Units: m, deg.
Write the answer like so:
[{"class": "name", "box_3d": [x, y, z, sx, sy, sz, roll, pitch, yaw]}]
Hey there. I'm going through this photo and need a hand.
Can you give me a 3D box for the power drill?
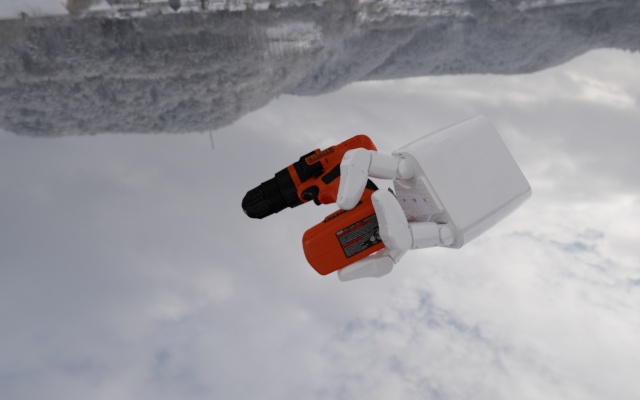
[{"class": "power drill", "box_3d": [0.000, 0.002, 0.542, 0.184, 0.057, 0.187, -28, 31, 1]}]
